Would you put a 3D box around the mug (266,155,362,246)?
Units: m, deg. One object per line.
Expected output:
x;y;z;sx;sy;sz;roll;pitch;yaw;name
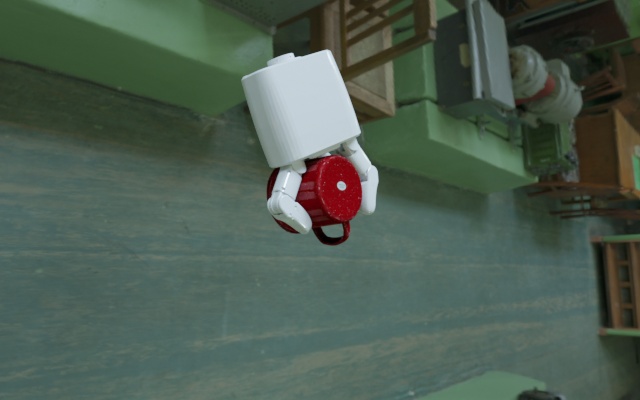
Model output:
0.001;0.003;0.580;0.081;0.117;0.093;-10;16;43;mug
